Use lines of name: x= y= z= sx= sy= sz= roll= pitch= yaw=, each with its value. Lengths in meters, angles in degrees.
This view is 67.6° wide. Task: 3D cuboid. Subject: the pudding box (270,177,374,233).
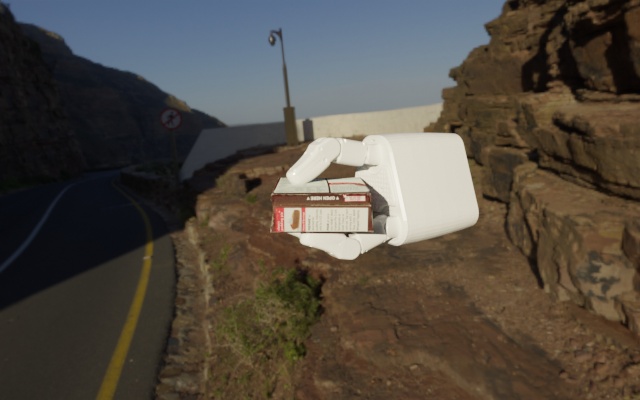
pudding box: x=0.000 y=0.001 z=0.458 sx=0.090 sy=0.039 sz=0.113 roll=-1 pitch=8 yaw=-1
